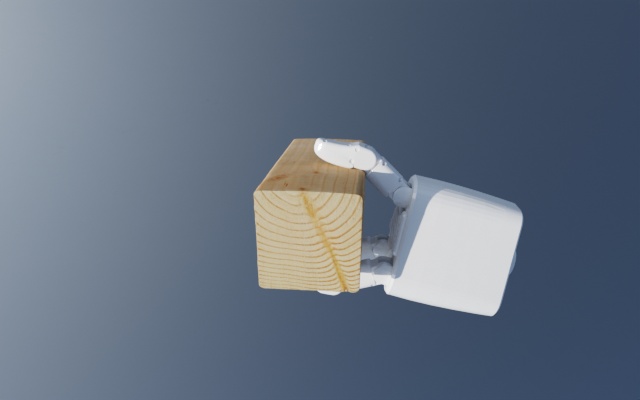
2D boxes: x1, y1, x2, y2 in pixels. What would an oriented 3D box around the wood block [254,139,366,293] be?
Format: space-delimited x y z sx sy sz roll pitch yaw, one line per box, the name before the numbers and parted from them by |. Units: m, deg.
wood block | 0.000 0.001 0.490 0.090 0.091 0.206 2 19 5
